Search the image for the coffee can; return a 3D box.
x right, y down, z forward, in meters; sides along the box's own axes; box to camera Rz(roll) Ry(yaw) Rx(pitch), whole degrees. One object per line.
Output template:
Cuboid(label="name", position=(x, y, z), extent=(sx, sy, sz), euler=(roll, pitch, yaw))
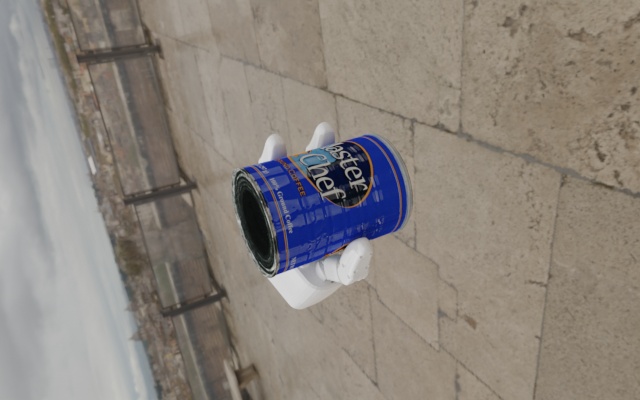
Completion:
Cuboid(label="coffee can", position=(0.000, 0.001, 0.451), extent=(0.140, 0.103, 0.103), euler=(-17, 7, -23))
